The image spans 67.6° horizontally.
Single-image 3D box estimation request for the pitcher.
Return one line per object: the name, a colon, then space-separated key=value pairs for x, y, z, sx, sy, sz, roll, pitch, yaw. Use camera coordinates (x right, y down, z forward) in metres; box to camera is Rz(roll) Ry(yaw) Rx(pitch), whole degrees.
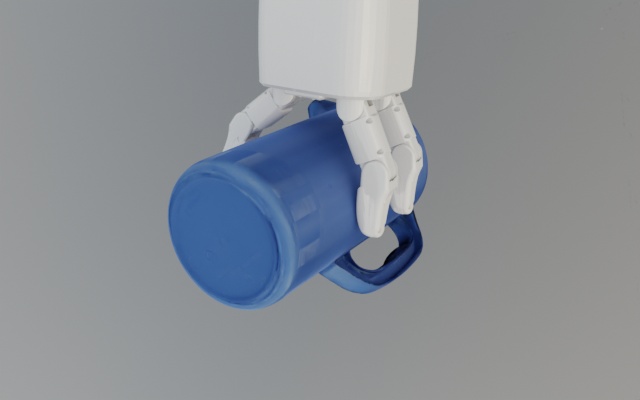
pitcher: x=0.000 y=0.001 z=0.409 sx=0.149 sy=0.145 sz=0.242 roll=15 pitch=24 yaw=25
